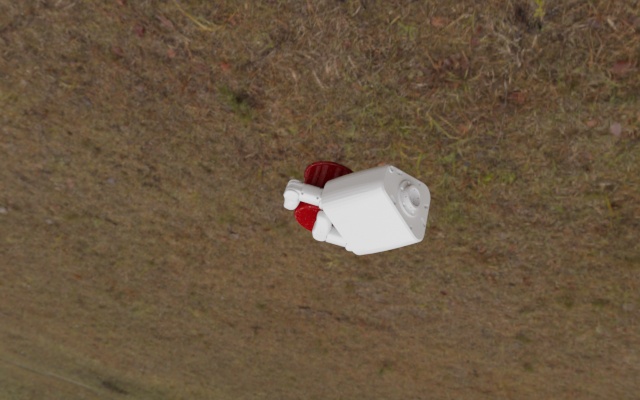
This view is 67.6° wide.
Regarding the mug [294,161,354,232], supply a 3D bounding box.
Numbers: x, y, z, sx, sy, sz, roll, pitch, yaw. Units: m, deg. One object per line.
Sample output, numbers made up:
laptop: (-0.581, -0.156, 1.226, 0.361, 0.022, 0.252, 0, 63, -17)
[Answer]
mug: (-0.001, 0.003, 0.741, 0.117, 0.081, 0.093, -18, -46, 43)
